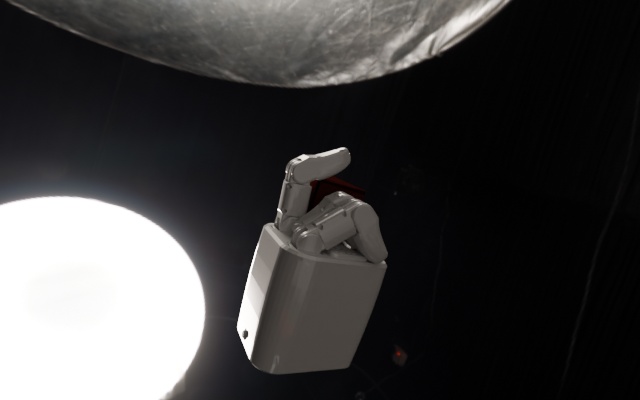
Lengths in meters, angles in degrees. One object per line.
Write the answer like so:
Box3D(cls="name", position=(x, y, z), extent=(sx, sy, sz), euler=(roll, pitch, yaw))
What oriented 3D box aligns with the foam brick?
Box3D(cls="foam brick", position=(0.000, 0.001, 0.475), extent=(0.053, 0.051, 0.078), euler=(14, 8, -23))
